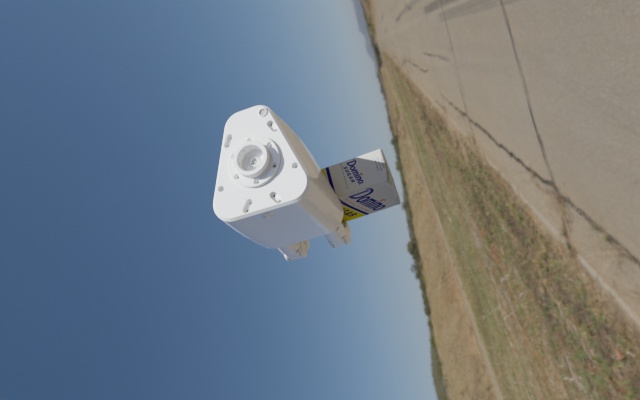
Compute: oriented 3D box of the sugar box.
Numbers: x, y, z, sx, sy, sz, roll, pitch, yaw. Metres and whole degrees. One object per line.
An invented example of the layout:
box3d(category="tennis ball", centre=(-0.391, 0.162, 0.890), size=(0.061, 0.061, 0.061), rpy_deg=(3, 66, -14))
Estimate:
box3d(category="sugar box", centre=(0.000, 0.002, 0.558), size=(0.176, 0.048, 0.093), rpy_deg=(-16, -21, 12))
